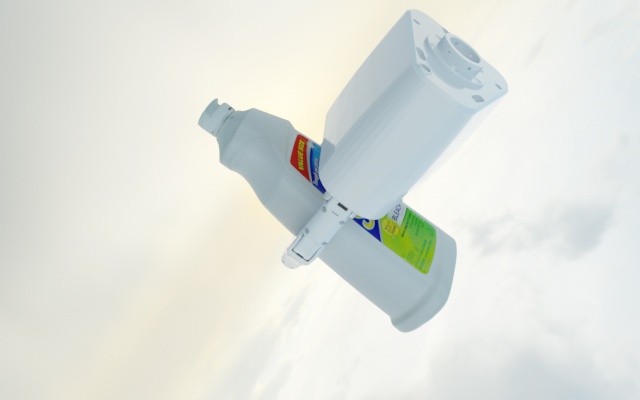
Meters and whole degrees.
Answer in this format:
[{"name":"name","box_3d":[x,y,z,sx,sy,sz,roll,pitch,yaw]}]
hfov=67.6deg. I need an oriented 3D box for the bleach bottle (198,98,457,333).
[{"name":"bleach bottle","box_3d":[0.000,0.001,0.416,0.251,0.068,0.102,36,39,-4]}]
